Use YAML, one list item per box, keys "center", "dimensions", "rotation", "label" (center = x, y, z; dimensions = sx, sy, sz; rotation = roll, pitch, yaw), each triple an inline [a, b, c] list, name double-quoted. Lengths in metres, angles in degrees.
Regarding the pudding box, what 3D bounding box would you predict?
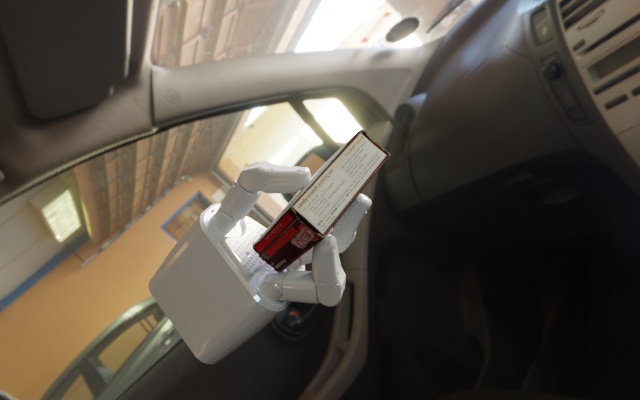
- center: [0.000, 0.001, 0.408]
  dimensions: [0.113, 0.039, 0.090]
  rotation: [-51, 6, -36]
  label: "pudding box"
